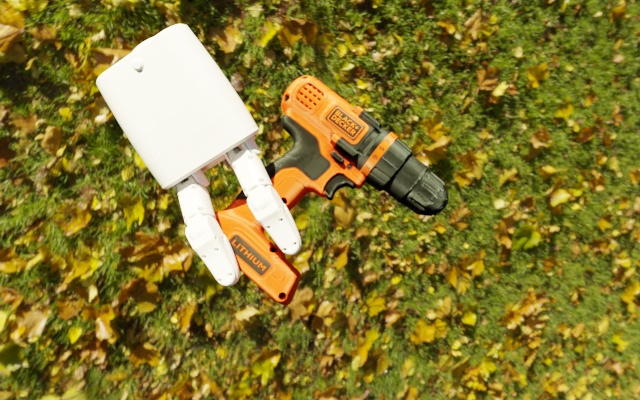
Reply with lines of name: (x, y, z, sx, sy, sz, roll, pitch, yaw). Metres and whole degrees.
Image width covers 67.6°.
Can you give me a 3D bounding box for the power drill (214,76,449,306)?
power drill: (0.000, 0.002, 0.442, 0.184, 0.187, 0.057, 39, -9, 7)
